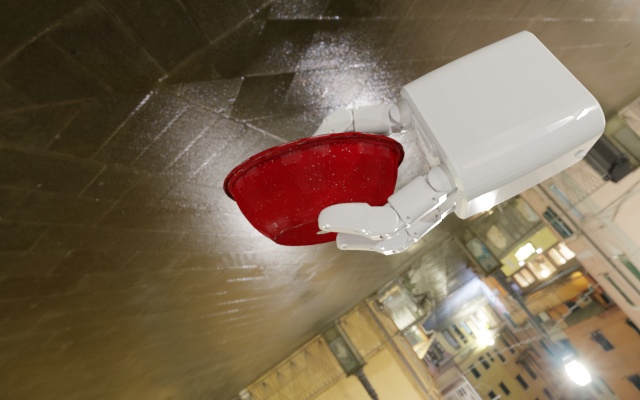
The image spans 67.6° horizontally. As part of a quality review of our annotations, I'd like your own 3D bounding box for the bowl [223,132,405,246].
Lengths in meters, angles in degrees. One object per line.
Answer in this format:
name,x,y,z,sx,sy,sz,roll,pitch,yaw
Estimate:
bowl,-0.001,0.002,0.415,0.162,0.055,0.162,-11,-17,-3
